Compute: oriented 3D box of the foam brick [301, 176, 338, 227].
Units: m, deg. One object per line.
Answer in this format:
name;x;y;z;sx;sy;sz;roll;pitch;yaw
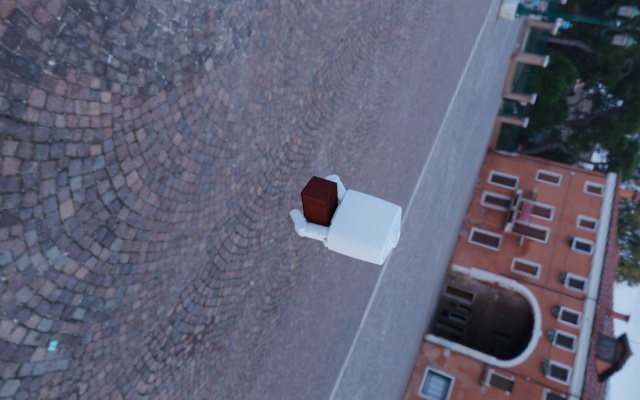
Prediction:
foam brick;0.000;0.003;0.886;0.051;0.078;0.053;18;51;20
